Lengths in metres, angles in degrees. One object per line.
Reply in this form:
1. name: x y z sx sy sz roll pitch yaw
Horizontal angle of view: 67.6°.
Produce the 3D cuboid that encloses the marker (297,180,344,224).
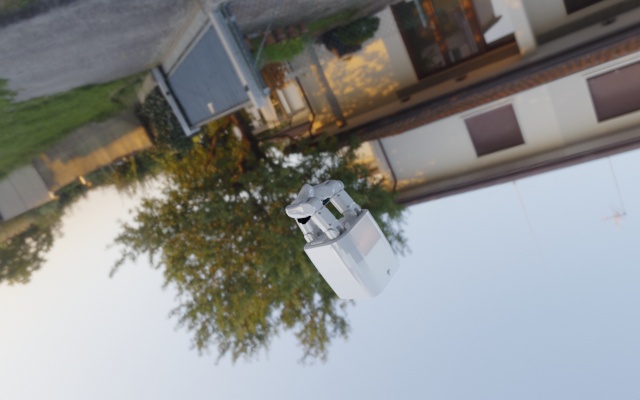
1. marker: 0.000 0.002 0.755 0.020 0.020 0.121 0 28 36
